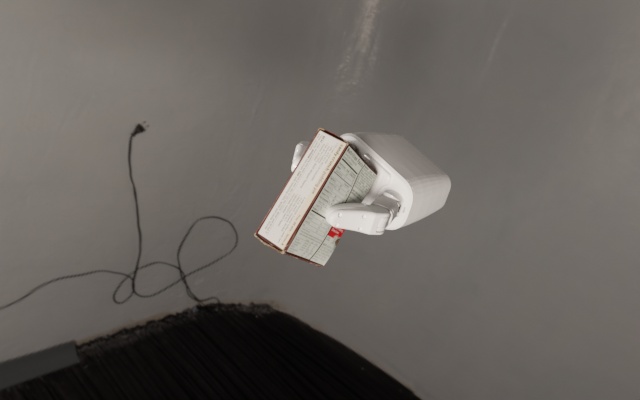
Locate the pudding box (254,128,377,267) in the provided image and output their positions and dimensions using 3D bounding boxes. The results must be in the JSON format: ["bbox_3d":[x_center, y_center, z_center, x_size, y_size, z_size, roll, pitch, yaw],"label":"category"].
[{"bbox_3d":[0.000,0.002,0.444,0.039,0.113,0.090,28,-3,28],"label":"pudding box"}]
